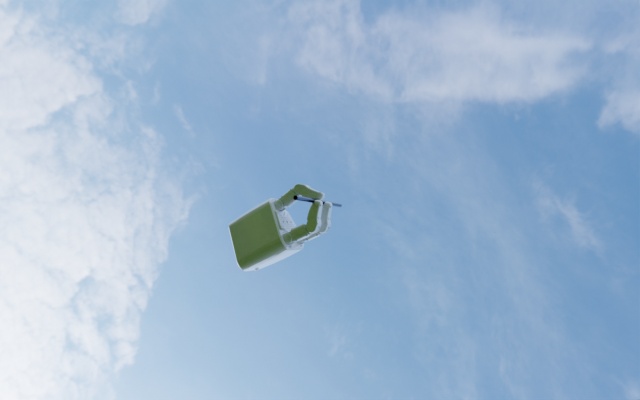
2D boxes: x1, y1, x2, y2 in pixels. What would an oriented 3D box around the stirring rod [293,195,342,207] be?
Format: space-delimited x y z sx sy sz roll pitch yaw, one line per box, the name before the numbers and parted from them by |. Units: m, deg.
stirring rod | 0.000 0.003 0.896 0.011 0.011 0.239 0 -4 20
